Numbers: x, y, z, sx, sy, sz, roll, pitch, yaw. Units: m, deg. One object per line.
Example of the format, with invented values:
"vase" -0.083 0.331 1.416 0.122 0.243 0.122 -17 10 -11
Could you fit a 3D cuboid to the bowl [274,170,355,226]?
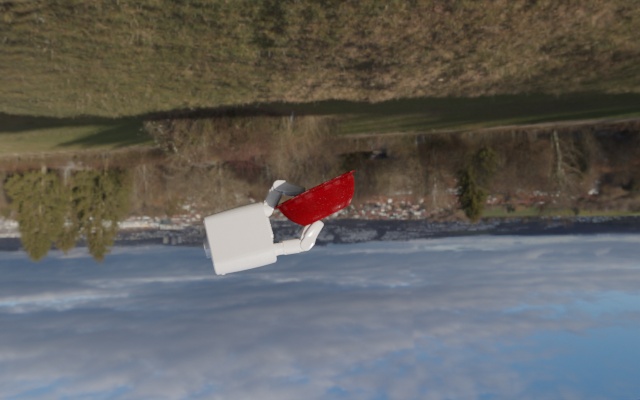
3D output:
"bowl" 0.002 0.003 0.860 0.162 0.055 0.162 -26 0 0
